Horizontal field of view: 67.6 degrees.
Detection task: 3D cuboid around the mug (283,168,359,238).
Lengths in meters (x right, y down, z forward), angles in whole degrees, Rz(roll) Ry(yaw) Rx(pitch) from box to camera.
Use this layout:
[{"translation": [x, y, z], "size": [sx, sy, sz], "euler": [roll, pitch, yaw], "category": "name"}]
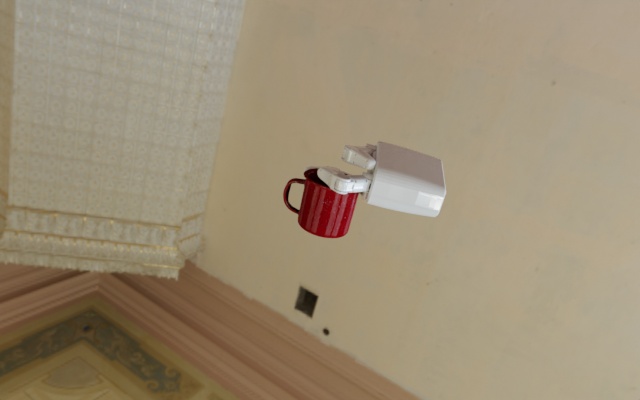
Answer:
[{"translation": [-0.001, 0.002, 0.727], "size": [0.117, 0.081, 0.093], "euler": [13, 21, -1], "category": "mug"}]
